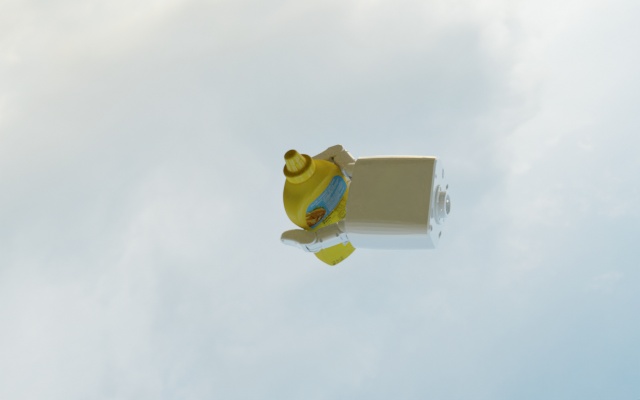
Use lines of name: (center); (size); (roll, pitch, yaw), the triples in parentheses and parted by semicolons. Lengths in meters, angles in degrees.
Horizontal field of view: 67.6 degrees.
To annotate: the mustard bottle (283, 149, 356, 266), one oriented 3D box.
mustard bottle: (0.000, 0.002, 0.647); (0.058, 0.096, 0.192); (26, -22, 41)
